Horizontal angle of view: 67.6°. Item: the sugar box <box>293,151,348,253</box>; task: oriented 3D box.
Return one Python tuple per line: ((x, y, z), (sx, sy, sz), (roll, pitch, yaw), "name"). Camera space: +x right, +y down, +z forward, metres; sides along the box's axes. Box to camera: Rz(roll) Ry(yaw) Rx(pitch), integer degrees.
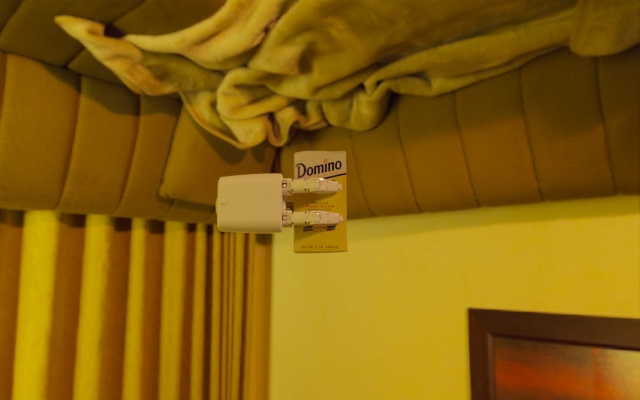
((0.000, 0.003, 0.830), (0.093, 0.176, 0.048), (-1, -8, 2), "sugar box")
